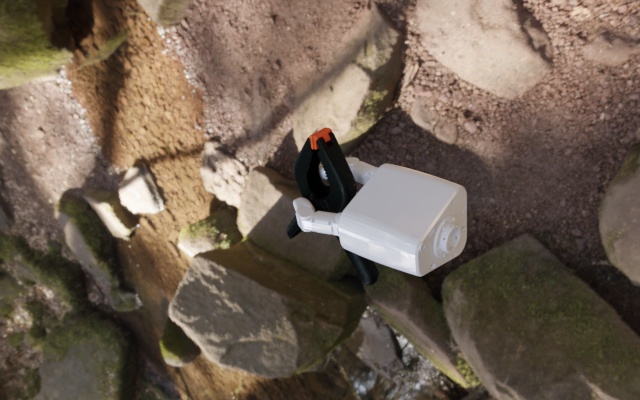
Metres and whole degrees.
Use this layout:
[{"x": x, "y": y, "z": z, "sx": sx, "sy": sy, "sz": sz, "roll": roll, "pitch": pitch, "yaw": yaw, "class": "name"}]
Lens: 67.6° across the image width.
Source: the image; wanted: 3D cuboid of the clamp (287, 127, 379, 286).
[{"x": 0.000, "y": 0.002, "z": 0.627, "sx": 0.164, "sy": 0.210, "sz": 0.036, "roll": 20, "pitch": 42, "yaw": 40, "class": "clamp"}]
